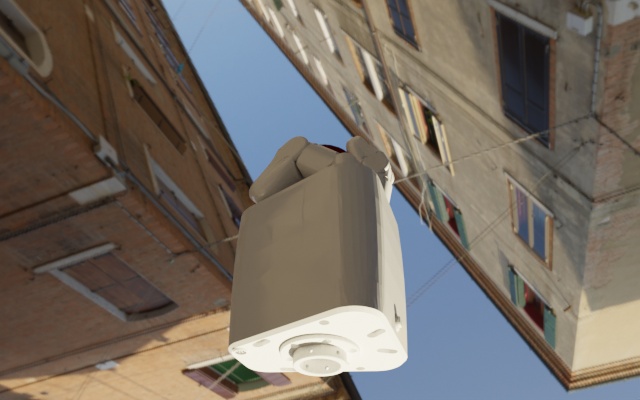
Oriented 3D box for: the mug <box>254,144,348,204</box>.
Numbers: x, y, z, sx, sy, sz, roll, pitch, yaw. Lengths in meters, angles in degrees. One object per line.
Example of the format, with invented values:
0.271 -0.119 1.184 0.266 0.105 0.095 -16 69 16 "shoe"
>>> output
0.000 0.000 0.439 0.093 0.117 0.082 -12 -42 16 "mug"
